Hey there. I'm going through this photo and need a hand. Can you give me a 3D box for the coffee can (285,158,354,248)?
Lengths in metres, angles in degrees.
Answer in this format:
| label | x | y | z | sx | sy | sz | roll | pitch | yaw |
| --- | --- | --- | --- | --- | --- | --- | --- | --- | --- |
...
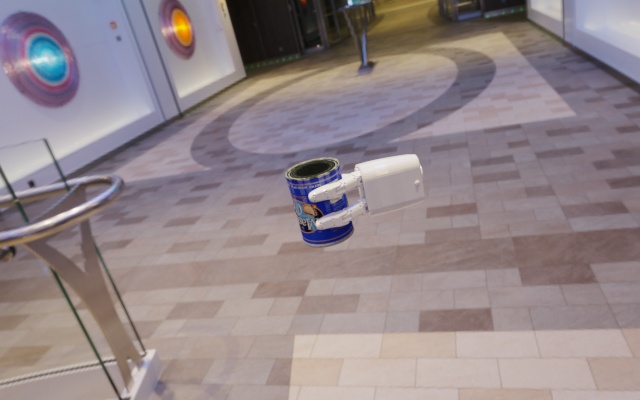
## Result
| label | x | y | z | sx | sy | sz | roll | pitch | yaw |
| --- | --- | --- | --- | --- | --- | --- | --- | --- | --- |
| coffee can | 0.000 | 0.003 | 0.899 | 0.103 | 0.140 | 0.102 | -12 | 23 | 5 |
